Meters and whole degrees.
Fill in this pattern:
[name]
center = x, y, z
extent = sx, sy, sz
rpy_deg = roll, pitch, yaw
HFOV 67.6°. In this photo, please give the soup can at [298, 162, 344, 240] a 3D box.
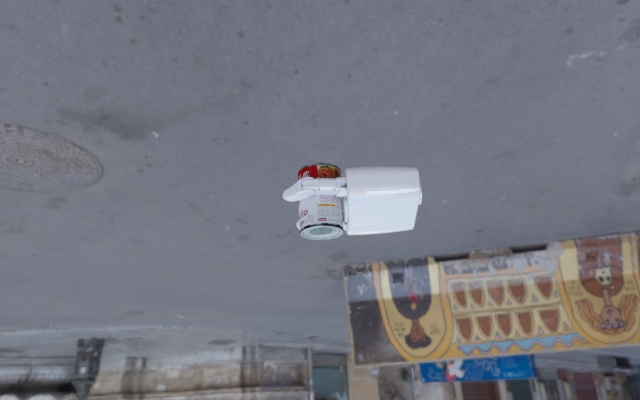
[soup can]
center = 0.000, 0.003, 0.730
extent = 0.068, 0.102, 0.068
rpy_deg = -2, -23, -1
